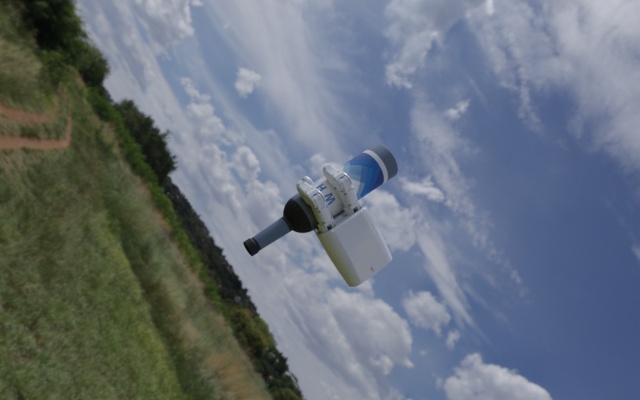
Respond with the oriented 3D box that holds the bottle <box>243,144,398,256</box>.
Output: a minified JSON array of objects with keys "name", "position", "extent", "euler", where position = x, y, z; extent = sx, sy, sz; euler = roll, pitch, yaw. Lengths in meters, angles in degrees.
[{"name":"bottle","position":[0.000,0.002,0.809],"extent":[0.295,0.069,0.069],"euler":[-33,12,-19]}]
